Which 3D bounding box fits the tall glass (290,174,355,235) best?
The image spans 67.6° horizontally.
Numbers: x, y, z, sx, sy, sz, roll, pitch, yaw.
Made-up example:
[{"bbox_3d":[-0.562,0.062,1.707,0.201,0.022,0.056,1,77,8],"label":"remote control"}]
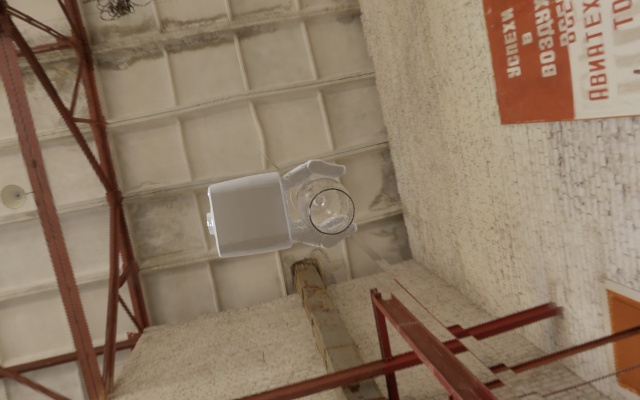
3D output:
[{"bbox_3d":[0.000,0.002,0.718,0.079,0.079,0.201,0,7,-9],"label":"tall glass"}]
